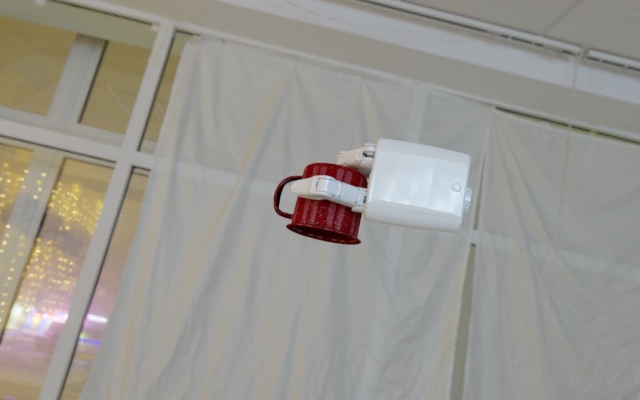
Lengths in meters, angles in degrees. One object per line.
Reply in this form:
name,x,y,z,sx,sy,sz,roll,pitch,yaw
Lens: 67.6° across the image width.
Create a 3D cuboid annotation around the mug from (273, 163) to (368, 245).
mug,-0.001,0.001,0.589,0.117,0.081,0.093,10,-13,9
